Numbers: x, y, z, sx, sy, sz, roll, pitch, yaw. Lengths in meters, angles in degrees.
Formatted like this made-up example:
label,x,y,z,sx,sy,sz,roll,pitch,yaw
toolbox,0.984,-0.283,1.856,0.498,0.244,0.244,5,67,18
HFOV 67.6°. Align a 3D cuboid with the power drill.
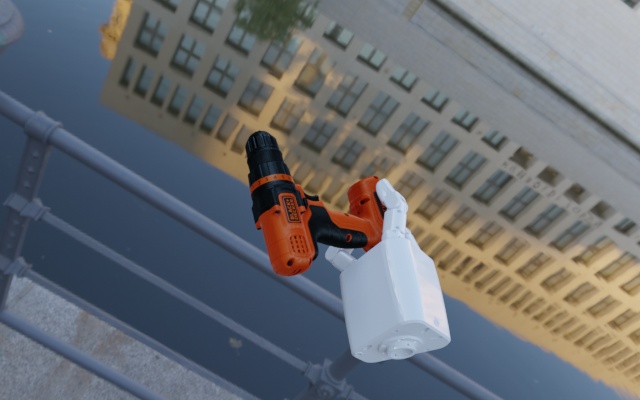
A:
label,x,y,z,sx,sy,sz,roll,pitch,yaw
power drill,0.001,0.002,0.594,0.187,0.184,0.057,3,-29,-37
